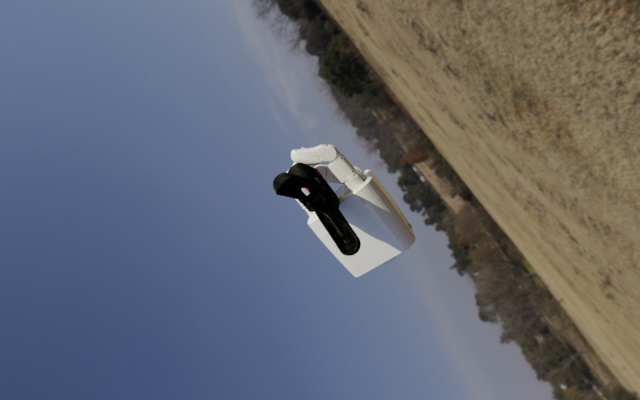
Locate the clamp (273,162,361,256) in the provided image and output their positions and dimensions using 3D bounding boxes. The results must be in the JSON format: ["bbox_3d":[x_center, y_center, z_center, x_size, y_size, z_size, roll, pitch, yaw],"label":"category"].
[{"bbox_3d":[0.000,0.002,0.571,0.039,0.120,0.171,-38,8,12],"label":"clamp"}]
